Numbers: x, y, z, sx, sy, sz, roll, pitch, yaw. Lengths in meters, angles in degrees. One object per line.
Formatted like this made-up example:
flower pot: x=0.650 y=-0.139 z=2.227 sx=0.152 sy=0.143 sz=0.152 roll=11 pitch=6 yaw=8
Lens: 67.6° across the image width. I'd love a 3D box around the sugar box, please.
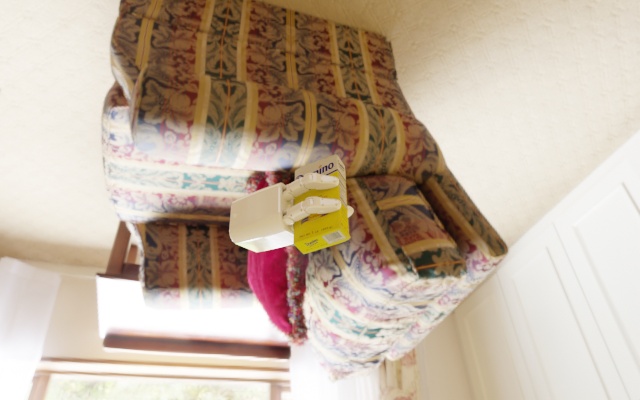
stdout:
sugar box: x=0.000 y=0.003 z=0.863 sx=0.093 sy=0.176 sz=0.048 roll=-19 pitch=-41 yaw=19
